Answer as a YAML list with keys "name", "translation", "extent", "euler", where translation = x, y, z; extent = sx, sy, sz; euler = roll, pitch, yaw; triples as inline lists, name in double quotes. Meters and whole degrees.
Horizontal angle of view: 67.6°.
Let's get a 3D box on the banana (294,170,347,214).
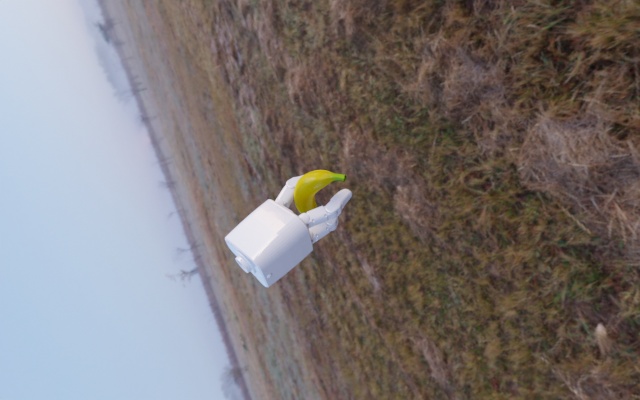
- name: "banana"
  translation: [-0.015, -0.008, 0.846]
  extent: [0.069, 0.037, 0.198]
  euler: [30, -25, -1]
